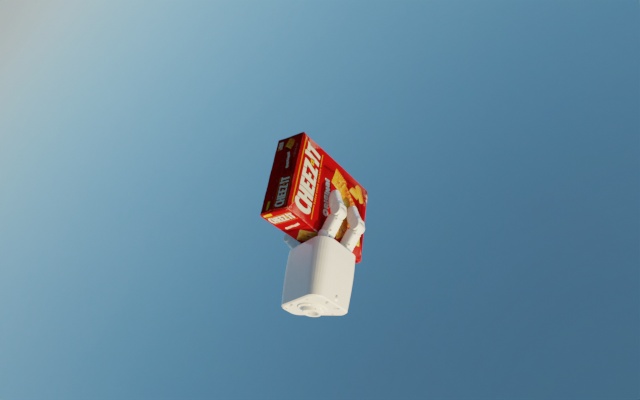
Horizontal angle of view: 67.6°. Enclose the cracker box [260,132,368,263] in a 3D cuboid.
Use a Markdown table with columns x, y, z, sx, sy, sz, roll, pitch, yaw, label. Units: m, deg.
| x | y | z | sx | sy | sz | roll | pitch | yaw | label |
| --- | --- | --- | --- | --- | --- | --- | --- | --- | --- |
| 0.000 | 0.003 | 0.879 | 0.072 | 0.164 | 0.214 | -16 | -39 | 35 | cracker box |
